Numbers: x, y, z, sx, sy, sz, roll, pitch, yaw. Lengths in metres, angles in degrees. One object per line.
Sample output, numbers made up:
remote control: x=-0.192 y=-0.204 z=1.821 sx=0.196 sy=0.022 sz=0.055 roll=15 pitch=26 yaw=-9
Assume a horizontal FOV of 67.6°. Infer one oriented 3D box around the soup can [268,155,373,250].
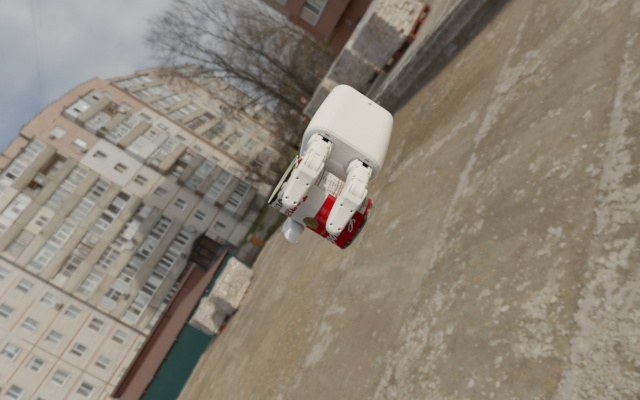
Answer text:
soup can: x=0.000 y=0.002 z=0.549 sx=0.102 sy=0.068 sz=0.068 roll=32 pitch=-5 yaw=-8
